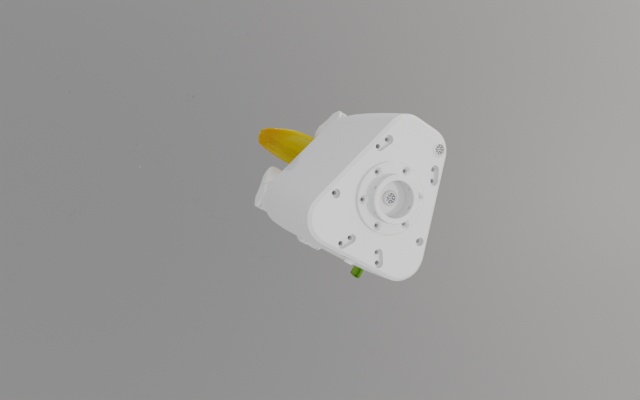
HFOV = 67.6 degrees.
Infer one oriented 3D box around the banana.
[{"bbox_3d":[0.016,-0.007,0.500,0.069,0.198,0.037,-38,19,-10],"label":"banana"}]
